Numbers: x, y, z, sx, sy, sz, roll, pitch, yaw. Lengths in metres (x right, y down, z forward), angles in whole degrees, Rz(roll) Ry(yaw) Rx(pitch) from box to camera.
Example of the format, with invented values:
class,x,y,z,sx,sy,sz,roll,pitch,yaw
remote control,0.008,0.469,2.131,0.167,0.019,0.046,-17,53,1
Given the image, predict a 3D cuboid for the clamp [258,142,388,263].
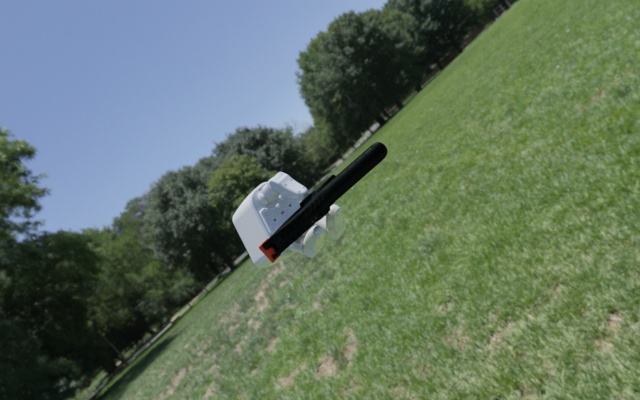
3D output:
class,x,y,z,sx,sy,sz,roll,pitch,yaw
clamp,-0.001,0.002,0.658,0.210,0.036,0.165,-45,4,-33
